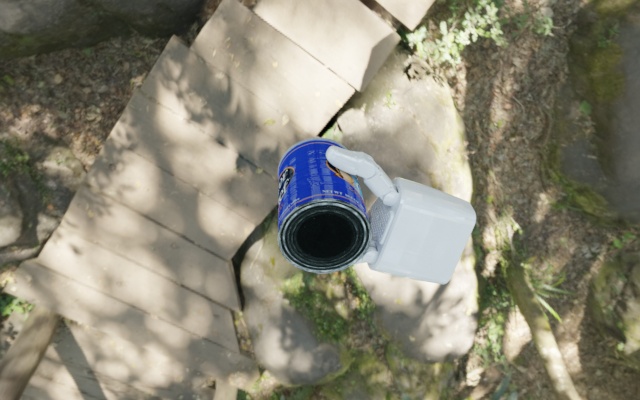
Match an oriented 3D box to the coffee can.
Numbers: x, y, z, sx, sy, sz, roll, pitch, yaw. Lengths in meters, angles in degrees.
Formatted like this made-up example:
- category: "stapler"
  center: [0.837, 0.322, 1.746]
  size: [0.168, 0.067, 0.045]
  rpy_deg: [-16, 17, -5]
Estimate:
- category: "coffee can"
  center: [0.000, 0.002, 0.571]
  size: [0.103, 0.103, 0.140]
  rpy_deg: [0, 35, -5]
